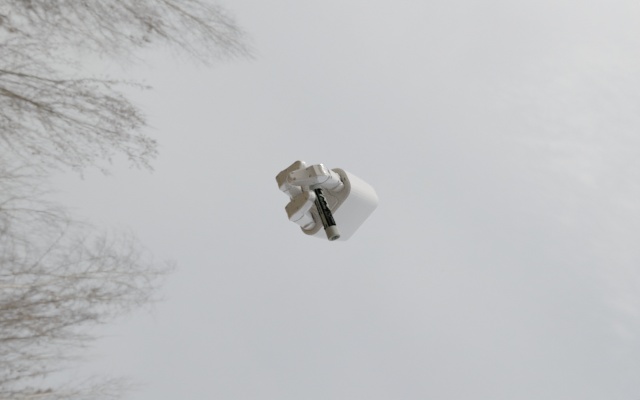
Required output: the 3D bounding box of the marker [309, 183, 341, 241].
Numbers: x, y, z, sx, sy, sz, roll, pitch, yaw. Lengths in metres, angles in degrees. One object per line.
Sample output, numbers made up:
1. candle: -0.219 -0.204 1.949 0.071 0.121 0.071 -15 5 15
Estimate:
1. marker: 0.000 0.002 0.693 0.020 0.121 0.020 -17 -27 -9
